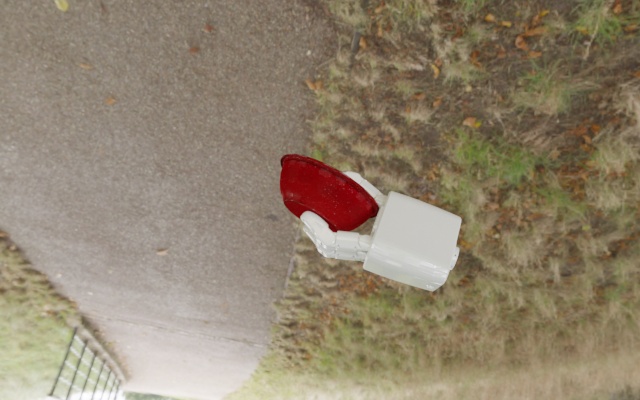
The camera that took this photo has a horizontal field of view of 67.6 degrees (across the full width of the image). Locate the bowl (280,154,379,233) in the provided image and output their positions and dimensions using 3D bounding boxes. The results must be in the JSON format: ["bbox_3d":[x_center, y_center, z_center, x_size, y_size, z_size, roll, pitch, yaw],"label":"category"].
[{"bbox_3d":[-0.001,0.002,0.682,0.162,0.055,0.162,28,-16,9],"label":"bowl"}]
